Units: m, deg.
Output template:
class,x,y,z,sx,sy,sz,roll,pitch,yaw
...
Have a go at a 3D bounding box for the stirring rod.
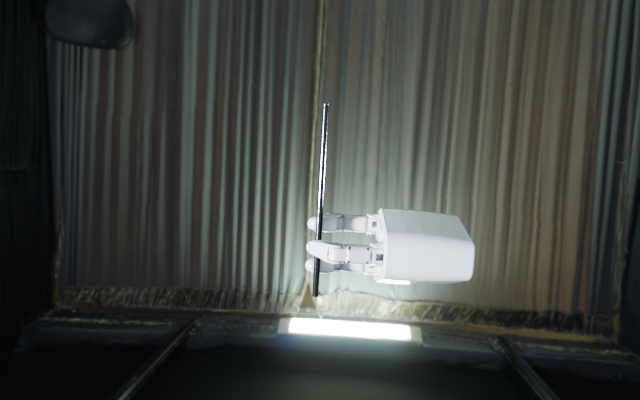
class,x,y,z,sx,sy,sz,roll,pitch,yaw
stirring rod,0.000,0.002,0.596,0.011,0.239,0.011,3,5,0
